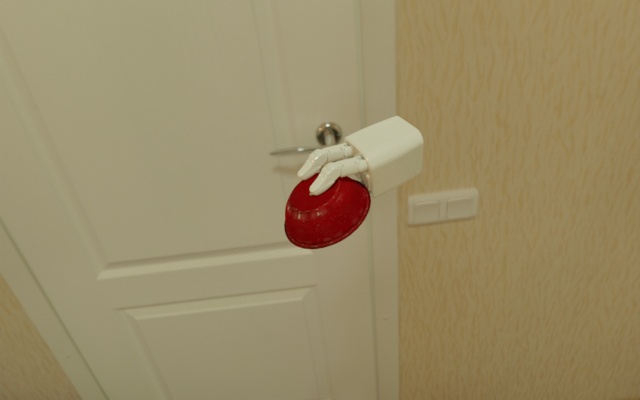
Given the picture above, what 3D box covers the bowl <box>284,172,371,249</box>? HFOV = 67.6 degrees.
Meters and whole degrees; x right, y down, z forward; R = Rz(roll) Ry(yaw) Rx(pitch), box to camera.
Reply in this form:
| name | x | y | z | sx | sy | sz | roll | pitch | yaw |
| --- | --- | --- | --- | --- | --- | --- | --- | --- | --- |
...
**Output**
| name | x | y | z | sx | sy | sz | roll | pitch | yaw |
| --- | --- | --- | --- | --- | --- | --- | --- | --- | --- |
| bowl | -0.001 | 0.003 | 0.802 | 0.162 | 0.162 | 0.055 | 0 | -42 | 33 |
